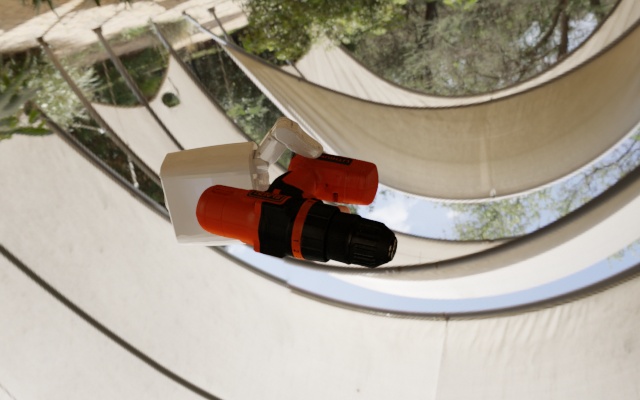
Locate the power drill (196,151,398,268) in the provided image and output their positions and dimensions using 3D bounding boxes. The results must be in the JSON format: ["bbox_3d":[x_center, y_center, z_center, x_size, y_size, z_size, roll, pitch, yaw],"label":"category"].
[{"bbox_3d":[0.000,0.001,0.477,0.184,0.057,0.187,13,20,17],"label":"power drill"}]
